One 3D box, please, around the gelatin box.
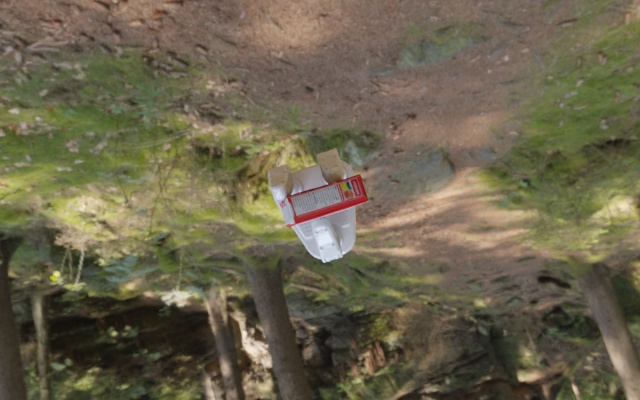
[{"bbox_3d":[0.000,0.002,0.476,0.073,0.030,0.089,-17,-2,-10],"label":"gelatin box"}]
